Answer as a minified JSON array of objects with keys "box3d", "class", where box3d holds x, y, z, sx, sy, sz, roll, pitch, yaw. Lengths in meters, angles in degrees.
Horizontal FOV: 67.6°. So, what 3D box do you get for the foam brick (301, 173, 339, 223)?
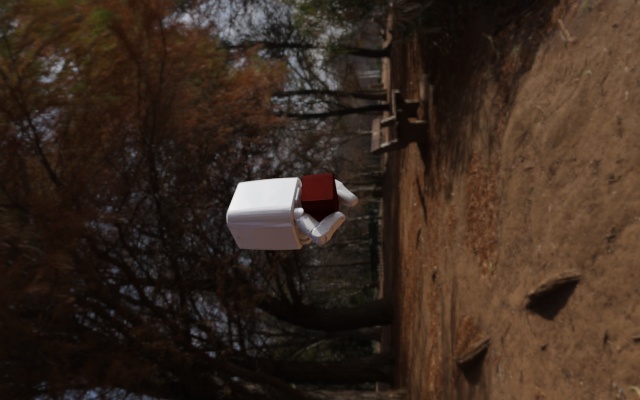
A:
[{"box3d":[0.000,0.002,0.751,0.051,0.053,0.078,-3,-38,7],"class":"foam brick"}]
